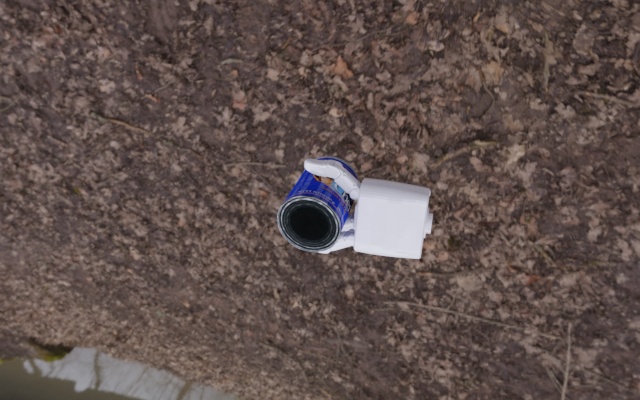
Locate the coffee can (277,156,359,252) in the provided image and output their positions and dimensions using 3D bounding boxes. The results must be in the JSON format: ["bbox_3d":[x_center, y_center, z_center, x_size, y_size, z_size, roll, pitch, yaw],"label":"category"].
[{"bbox_3d":[0.000,0.002,0.782,0.103,0.103,0.140,0,30,18],"label":"coffee can"}]
